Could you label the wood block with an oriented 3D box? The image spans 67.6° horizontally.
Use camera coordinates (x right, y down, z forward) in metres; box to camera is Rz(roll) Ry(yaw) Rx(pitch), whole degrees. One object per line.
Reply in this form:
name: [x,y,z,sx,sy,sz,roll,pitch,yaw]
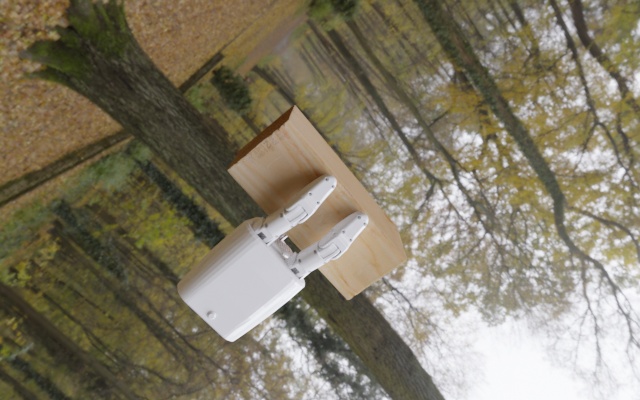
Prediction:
wood block: [0.000,0.002,0.561,0.090,0.206,0.090,-37,17,14]
